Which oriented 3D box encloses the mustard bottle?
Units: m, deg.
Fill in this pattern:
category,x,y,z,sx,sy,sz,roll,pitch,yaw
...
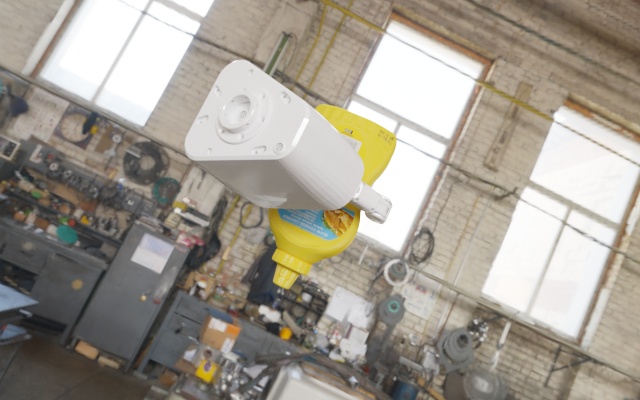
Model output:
category,x,y,z,sx,sy,sz,roll,pitch,yaw
mustard bottle,0.000,0.001,0.499,0.096,0.191,0.058,24,-8,8
